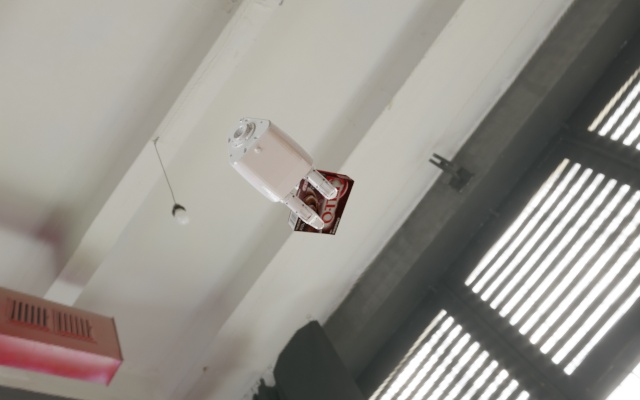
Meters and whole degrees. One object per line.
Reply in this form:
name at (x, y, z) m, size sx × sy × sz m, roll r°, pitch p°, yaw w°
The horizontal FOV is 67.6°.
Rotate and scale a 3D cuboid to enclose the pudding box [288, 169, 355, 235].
pudding box at (0.000, 0.003, 0.854) m, size 0.090 × 0.113 × 0.039 m, roll 8°, pitch 22°, yaw -31°
